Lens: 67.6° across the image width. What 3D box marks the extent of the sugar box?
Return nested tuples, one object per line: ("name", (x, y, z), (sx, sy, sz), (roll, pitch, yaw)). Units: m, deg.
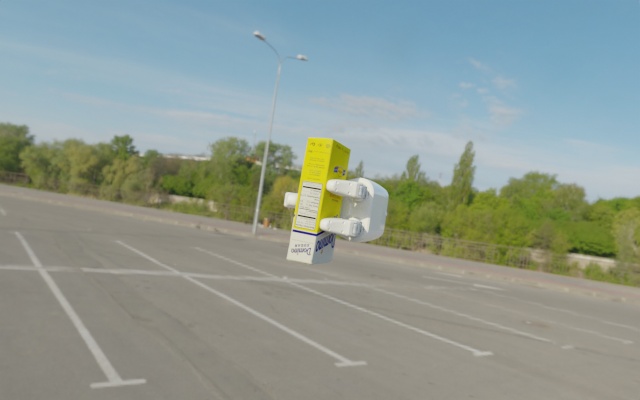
("sugar box", (0.001, 0.002, 0.696), (0.048, 0.176, 0.093), (7, -1, 20))
